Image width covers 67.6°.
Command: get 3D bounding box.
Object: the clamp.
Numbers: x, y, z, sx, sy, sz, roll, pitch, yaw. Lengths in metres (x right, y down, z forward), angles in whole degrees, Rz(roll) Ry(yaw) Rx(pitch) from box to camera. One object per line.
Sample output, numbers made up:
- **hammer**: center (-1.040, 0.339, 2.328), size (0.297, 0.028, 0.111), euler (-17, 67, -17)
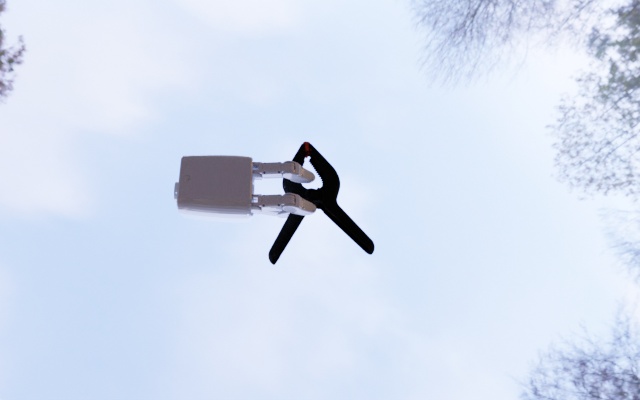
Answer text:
- **clamp**: center (0.000, 0.002, 0.765), size (0.164, 0.210, 0.036), euler (2, -25, -9)
